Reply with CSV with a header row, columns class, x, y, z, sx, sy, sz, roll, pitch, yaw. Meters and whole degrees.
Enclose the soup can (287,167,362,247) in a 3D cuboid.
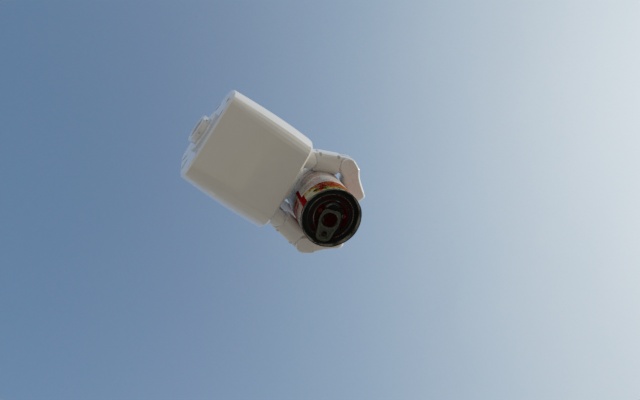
class,x,y,z,sx,sy,sz,roll,pitch,yaw
soup can,0.000,0.002,0.556,0.068,0.068,0.102,0,21,-15
